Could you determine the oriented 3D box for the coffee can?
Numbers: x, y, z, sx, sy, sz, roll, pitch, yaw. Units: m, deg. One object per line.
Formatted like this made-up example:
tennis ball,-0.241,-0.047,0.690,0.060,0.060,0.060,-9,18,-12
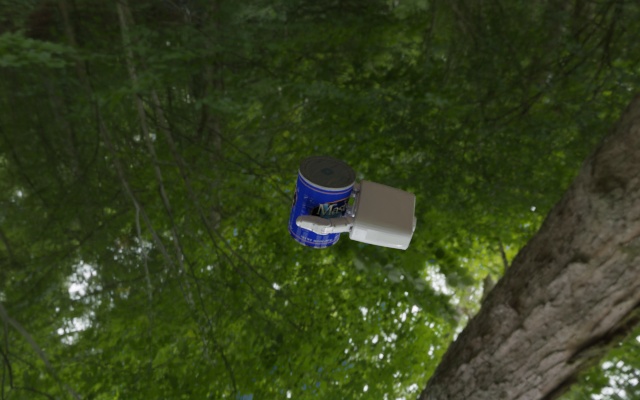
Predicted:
coffee can,0.000,0.003,0.884,0.103,0.140,0.102,9,36,-6
